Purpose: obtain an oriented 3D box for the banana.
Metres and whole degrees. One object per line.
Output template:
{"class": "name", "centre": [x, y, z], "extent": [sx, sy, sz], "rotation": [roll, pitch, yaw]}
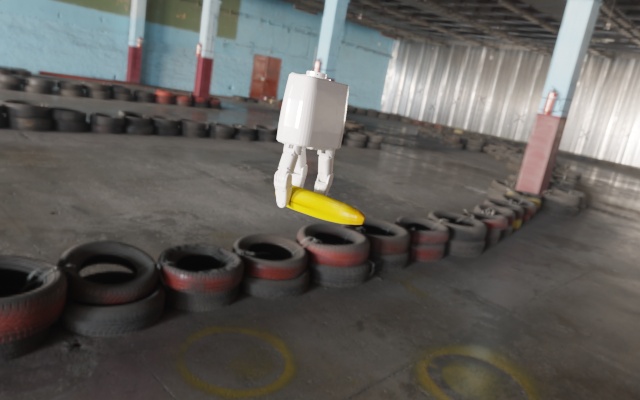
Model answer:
{"class": "banana", "centre": [-0.016, 0.001, 0.771], "extent": [0.069, 0.037, 0.197], "rotation": [2, 12, -42]}
